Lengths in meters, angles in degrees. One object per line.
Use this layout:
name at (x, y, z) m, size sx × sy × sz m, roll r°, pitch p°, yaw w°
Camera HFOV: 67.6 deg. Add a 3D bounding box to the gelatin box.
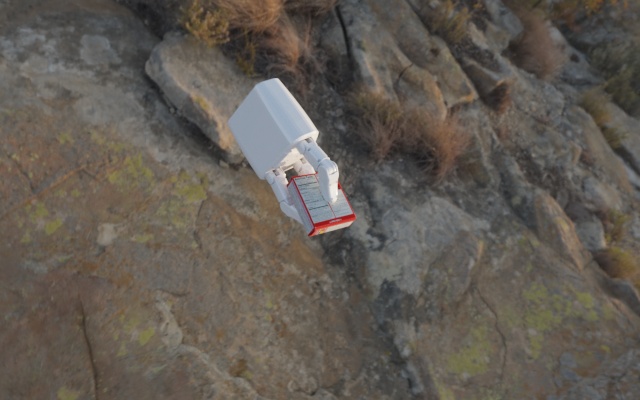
gelatin box at (0.000, 0.002, 0.702) m, size 0.073 × 0.089 × 0.030 m, roll -12°, pitch -24°, yaw -32°
